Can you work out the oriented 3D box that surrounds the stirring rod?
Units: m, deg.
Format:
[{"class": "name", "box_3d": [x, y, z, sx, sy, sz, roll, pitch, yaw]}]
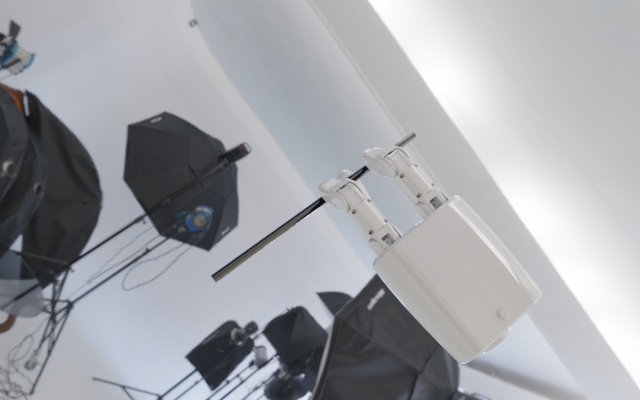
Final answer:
[{"class": "stirring rod", "box_3d": [0.000, 0.002, 0.451, 0.239, 0.011, 0.011, -36, 11, -15]}]
